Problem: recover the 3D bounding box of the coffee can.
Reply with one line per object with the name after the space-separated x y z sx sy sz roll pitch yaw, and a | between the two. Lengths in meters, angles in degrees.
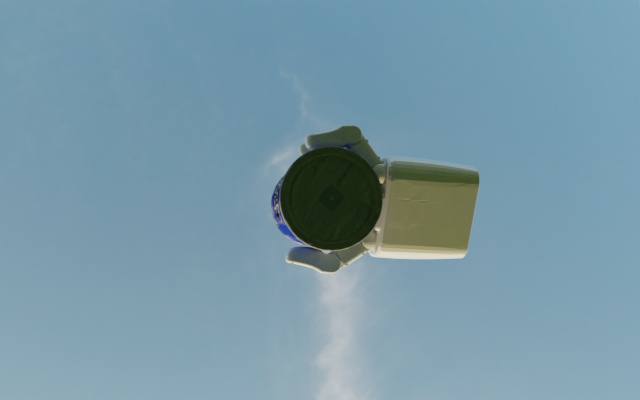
0.000 0.002 0.532 0.103 0.103 0.140 0 -3 -10 | coffee can
